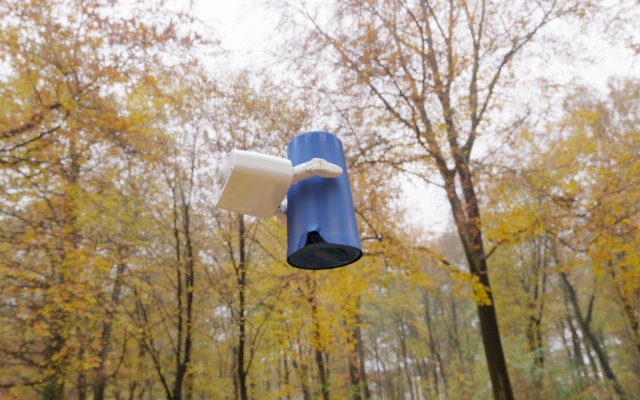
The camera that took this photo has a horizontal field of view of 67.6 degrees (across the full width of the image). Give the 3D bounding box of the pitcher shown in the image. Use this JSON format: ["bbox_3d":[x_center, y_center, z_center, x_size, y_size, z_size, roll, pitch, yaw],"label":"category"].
[{"bbox_3d":[0.000,0.003,0.885,0.145,0.242,0.149,11,-30,-28],"label":"pitcher"}]
